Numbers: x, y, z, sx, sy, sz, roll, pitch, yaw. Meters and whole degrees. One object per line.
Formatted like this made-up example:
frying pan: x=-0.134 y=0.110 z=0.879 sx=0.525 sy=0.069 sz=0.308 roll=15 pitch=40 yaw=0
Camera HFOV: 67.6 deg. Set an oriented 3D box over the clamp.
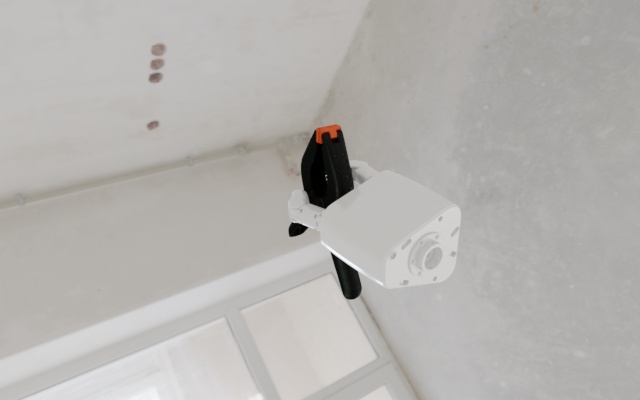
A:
clamp: x=0.000 y=0.002 z=0.607 sx=0.036 sy=0.210 sz=0.164 roll=-16 pitch=29 yaw=-28
